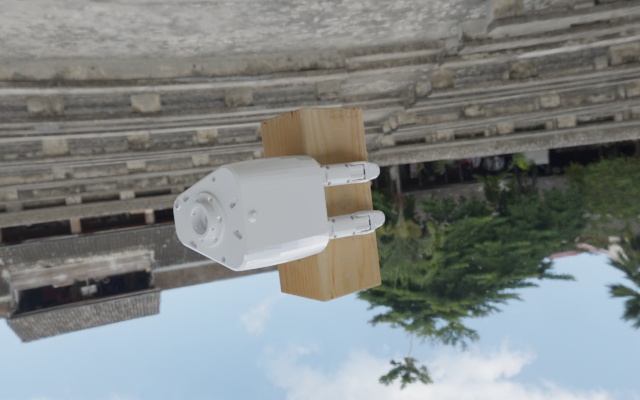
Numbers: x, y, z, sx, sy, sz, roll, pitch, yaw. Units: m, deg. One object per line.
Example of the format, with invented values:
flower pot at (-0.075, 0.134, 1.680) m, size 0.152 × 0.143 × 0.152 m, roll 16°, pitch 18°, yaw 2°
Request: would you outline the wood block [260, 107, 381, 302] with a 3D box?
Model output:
wood block at (0.000, 0.002, 0.561) m, size 0.090 × 0.206 × 0.091 m, roll -9°, pitch 4°, yaw -38°
